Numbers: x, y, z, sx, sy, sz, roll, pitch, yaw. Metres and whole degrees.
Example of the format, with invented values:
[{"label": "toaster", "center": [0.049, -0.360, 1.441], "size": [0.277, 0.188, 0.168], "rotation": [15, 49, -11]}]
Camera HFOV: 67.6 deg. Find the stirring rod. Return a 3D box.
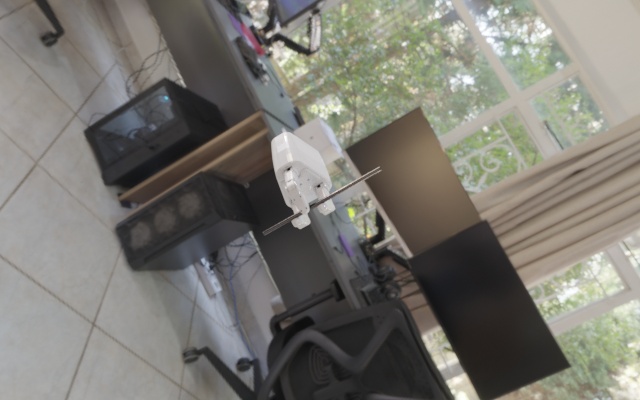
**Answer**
[{"label": "stirring rod", "center": [0.000, 0.003, 0.842], "size": [0.239, 0.011, 0.011], "rotation": [-29, -7, 12]}]
